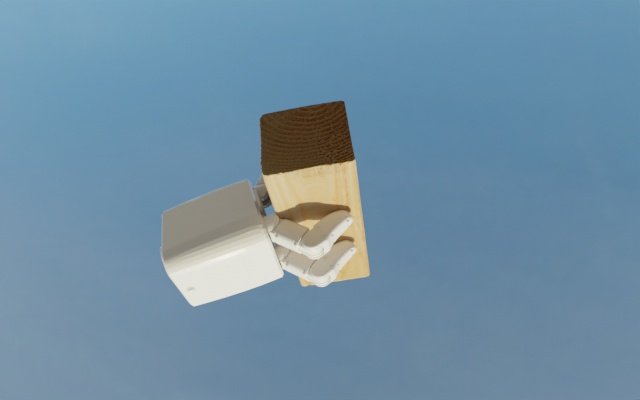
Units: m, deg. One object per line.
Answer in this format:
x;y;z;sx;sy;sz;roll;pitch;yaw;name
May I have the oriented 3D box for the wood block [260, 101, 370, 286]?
0.000;0.002;0.540;0.090;0.090;0.206;-10;-40;2;wood block
